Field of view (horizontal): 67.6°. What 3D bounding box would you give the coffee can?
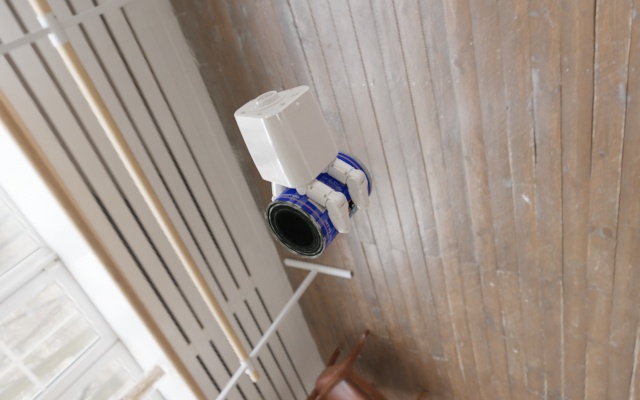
[{"bbox_3d":[0.000,0.002,0.711,0.103,0.103,0.140,0,35,41],"label":"coffee can"}]
